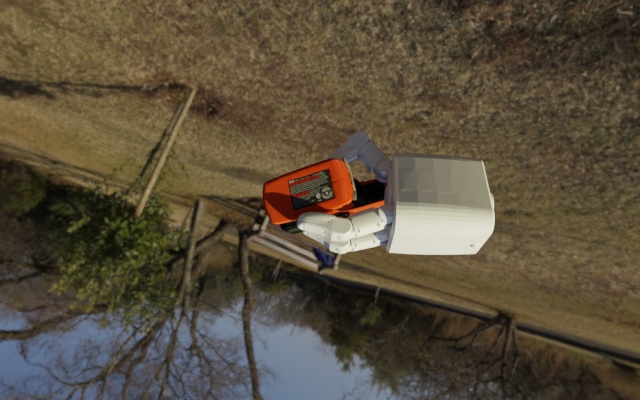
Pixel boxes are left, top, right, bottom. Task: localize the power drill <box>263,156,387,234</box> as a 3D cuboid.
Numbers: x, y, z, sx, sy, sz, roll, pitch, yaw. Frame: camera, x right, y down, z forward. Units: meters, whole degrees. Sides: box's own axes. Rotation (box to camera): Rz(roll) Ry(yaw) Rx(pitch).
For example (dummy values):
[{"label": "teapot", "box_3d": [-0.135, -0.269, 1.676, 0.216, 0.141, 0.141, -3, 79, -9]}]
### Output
[{"label": "power drill", "box_3d": [0.000, 0.002, 0.616, 0.184, 0.057, 0.187, -19, -10, 18]}]
